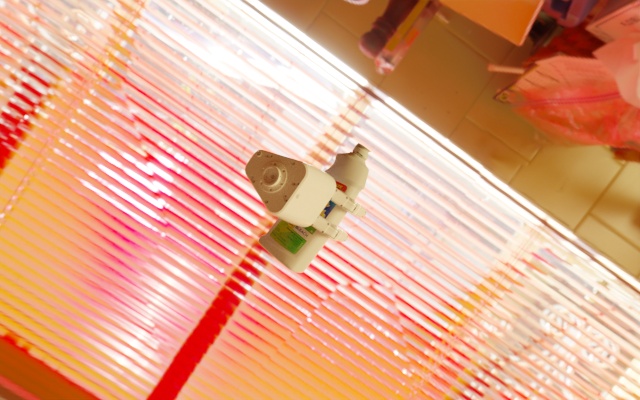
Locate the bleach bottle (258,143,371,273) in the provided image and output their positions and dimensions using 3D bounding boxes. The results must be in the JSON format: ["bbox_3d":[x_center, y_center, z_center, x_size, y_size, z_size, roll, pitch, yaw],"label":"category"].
[{"bbox_3d":[0.000,0.003,0.859,0.102,0.251,0.068,37,5,24],"label":"bleach bottle"}]
